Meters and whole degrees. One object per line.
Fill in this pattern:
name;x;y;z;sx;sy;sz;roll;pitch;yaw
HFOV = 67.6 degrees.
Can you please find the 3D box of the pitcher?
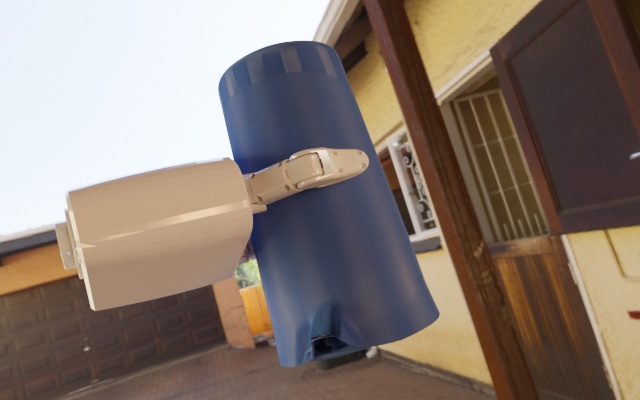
pitcher;0.000;0.001;0.406;0.145;0.243;0.149;-13;-8;-28
